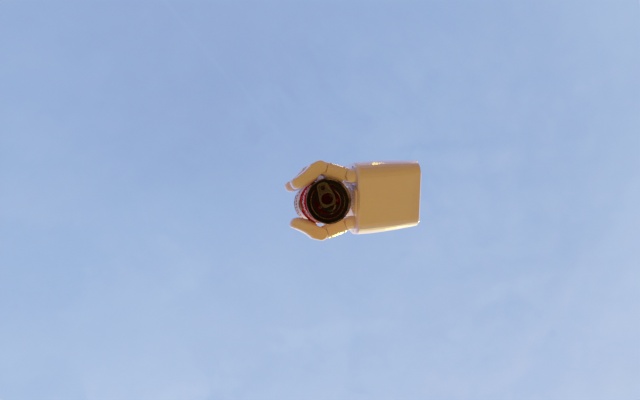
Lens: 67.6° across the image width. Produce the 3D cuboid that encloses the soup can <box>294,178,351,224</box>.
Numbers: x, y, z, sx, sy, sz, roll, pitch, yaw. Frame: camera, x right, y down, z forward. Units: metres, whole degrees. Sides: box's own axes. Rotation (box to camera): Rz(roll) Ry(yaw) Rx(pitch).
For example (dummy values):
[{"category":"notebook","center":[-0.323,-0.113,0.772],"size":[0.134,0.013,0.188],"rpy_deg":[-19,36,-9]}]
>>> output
[{"category":"soup can","center":[0.000,0.003,0.740],"size":[0.068,0.068,0.102],"rpy_deg":[0,-2,-14]}]
